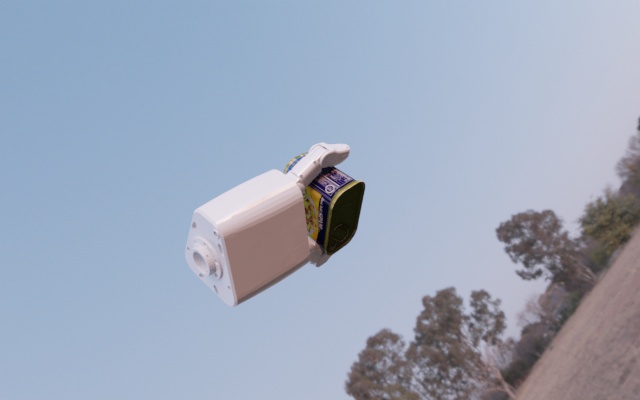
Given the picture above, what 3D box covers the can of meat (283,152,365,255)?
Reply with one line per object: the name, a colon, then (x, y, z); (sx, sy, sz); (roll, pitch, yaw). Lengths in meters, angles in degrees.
can of meat: (0.000, 0.002, 0.580); (0.084, 0.102, 0.057); (35, 49, 29)
